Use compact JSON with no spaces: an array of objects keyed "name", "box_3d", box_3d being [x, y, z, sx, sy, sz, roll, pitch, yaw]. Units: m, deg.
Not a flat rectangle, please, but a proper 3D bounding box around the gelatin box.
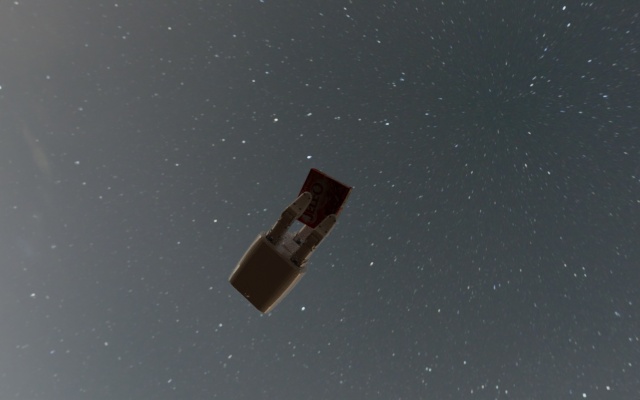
[{"name":"gelatin box","box_3d":[0.000,0.002,0.779,0.073,0.089,0.030,28,10,11]}]
